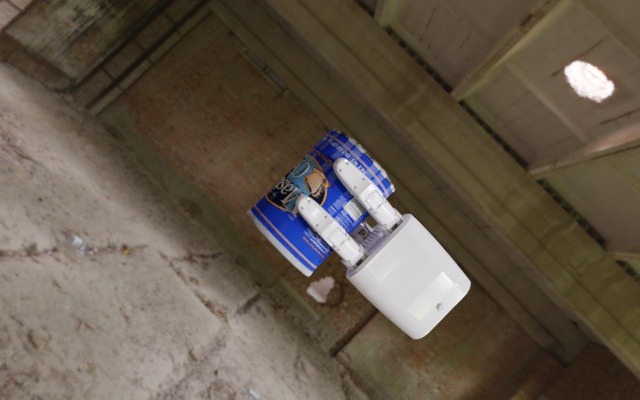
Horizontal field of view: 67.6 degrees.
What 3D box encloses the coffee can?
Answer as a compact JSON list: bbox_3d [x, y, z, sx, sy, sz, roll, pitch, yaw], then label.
[{"bbox_3d":[0.000,0.002,0.551,0.140,0.103,0.103,-45,-3,-3],"label":"coffee can"}]
